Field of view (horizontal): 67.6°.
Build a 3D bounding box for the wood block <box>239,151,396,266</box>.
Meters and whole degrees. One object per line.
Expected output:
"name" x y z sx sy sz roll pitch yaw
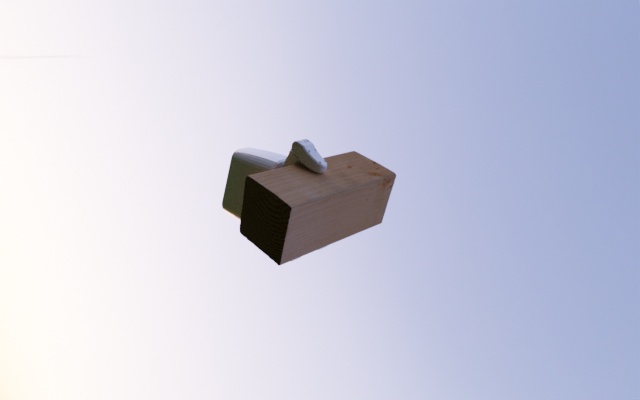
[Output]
"wood block" 0.000 0.002 0.667 0.206 0.091 0.090 -18 41 -42
